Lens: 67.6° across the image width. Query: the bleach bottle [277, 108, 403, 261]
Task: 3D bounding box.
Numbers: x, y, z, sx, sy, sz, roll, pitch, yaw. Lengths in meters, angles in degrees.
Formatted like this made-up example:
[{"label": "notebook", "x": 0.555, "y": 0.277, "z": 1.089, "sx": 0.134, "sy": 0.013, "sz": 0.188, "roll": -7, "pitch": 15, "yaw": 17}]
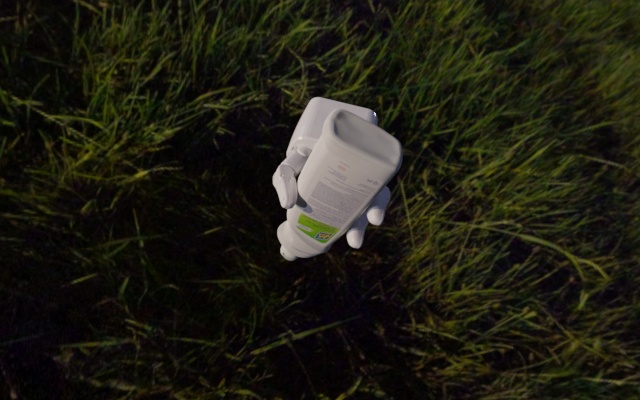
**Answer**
[{"label": "bleach bottle", "x": 0.000, "y": 0.002, "z": 0.622, "sx": 0.102, "sy": 0.068, "sz": 0.251, "roll": 26, "pitch": -45, "yaw": -11}]
